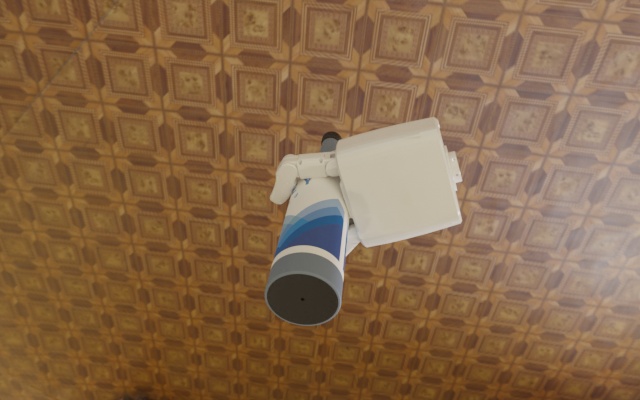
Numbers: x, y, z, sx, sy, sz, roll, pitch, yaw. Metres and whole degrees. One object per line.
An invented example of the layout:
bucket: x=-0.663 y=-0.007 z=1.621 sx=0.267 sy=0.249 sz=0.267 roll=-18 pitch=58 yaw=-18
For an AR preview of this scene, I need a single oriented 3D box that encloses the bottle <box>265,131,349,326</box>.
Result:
bottle: x=0.000 y=0.002 z=0.528 sx=0.069 sy=0.069 sz=0.295 roll=0 pitch=35 yaw=7
